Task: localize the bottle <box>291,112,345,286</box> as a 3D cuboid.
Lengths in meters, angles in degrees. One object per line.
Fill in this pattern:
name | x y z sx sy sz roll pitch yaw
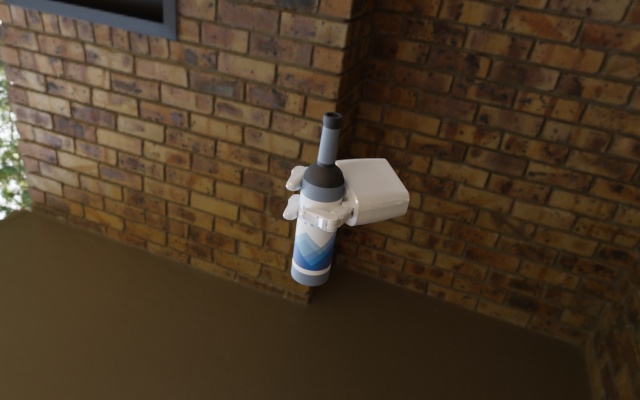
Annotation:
bottle | 0.000 0.003 0.765 0.069 0.296 0.069 6 30 -4
